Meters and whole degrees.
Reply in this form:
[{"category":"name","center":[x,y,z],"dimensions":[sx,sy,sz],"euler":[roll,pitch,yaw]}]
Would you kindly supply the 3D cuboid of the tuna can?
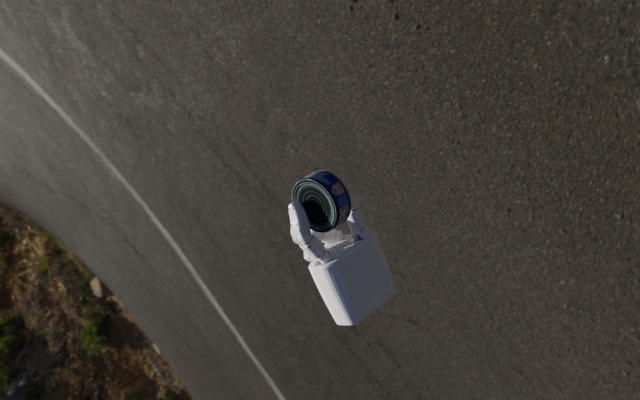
[{"category":"tuna can","center":[0.000,0.002,0.683],"dimensions":[0.086,0.086,0.033],"euler":[0,22,43]}]
